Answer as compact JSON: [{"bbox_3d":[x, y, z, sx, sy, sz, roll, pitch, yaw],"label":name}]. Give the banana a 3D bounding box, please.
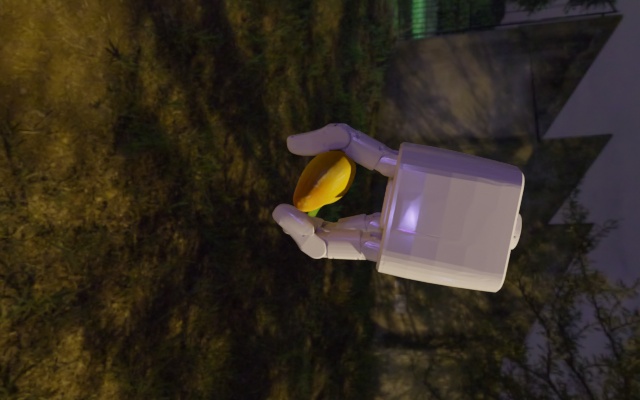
[{"bbox_3d":[0.008,-0.015,0.444,0.037,0.069,0.198,25,-3,4],"label":"banana"}]
